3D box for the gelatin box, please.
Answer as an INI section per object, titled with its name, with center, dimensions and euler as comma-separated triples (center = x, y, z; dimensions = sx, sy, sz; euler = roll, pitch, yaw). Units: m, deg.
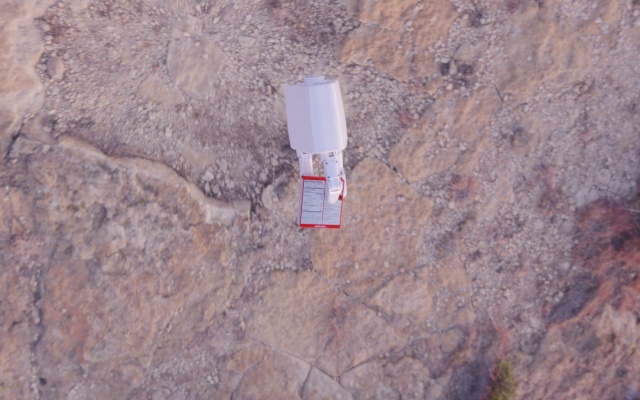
[gelatin box]
center = 0.000, 0.003, 0.823
dimensions = 0.073, 0.089, 0.030
euler = 2, 10, -14
